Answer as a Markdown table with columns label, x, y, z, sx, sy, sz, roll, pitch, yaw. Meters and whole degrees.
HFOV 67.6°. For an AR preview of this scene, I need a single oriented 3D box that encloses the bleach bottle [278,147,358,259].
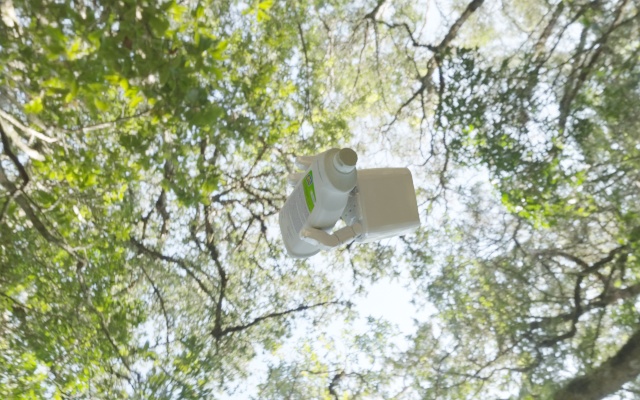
| label | x | y | z | sx | sy | sz | roll | pitch | yaw |
| --- | --- | --- | --- | --- | --- | --- | --- | --- | --- |
| bleach bottle | 0.000 | 0.002 | 0.737 | 0.068 | 0.102 | 0.251 | -9 | -21 | -24 |
